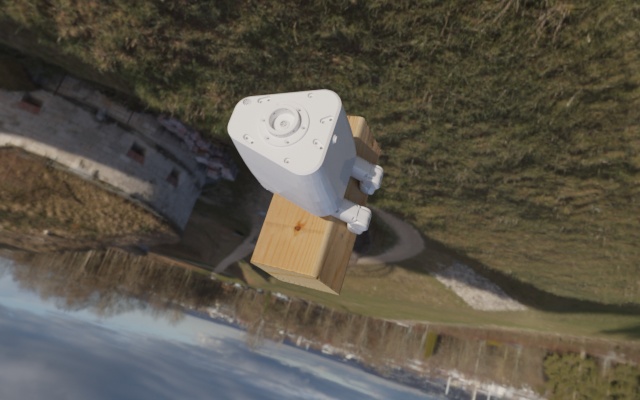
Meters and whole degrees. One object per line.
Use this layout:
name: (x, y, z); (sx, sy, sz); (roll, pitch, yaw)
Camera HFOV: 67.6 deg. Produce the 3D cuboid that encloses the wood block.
wood block: (0.000, 0.002, 0.610); (0.091, 0.206, 0.090); (9, -20, 27)
